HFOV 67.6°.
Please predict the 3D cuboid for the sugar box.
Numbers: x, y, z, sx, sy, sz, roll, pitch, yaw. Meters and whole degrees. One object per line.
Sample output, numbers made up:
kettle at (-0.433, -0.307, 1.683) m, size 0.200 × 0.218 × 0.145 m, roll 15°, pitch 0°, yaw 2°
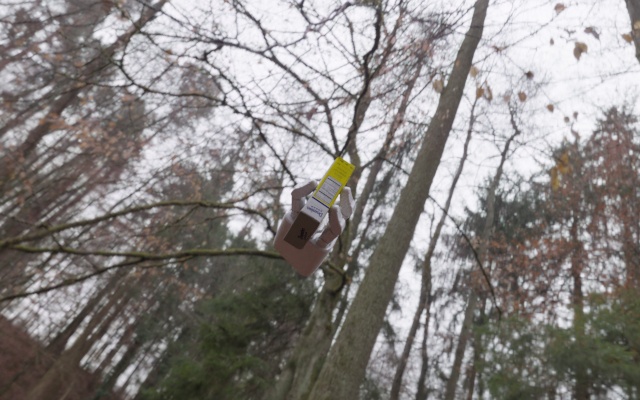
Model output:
sugar box at (0.001, 0.003, 0.880) m, size 0.048 × 0.176 × 0.093 m, roll 31°, pitch -44°, yaw -2°
